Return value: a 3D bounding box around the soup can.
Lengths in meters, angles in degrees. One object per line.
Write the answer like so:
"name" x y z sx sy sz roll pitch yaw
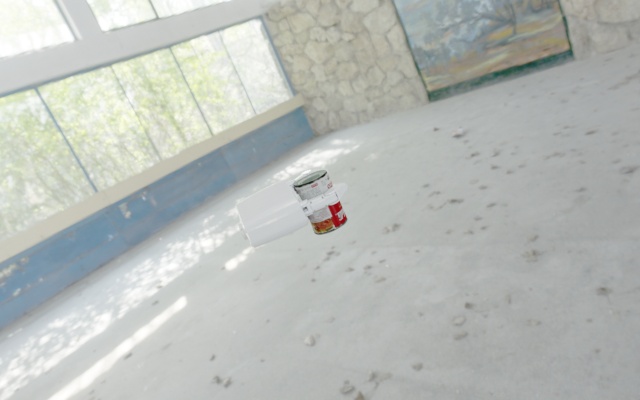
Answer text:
"soup can" 0.000 0.002 0.882 0.068 0.102 0.068 -22 15 6
